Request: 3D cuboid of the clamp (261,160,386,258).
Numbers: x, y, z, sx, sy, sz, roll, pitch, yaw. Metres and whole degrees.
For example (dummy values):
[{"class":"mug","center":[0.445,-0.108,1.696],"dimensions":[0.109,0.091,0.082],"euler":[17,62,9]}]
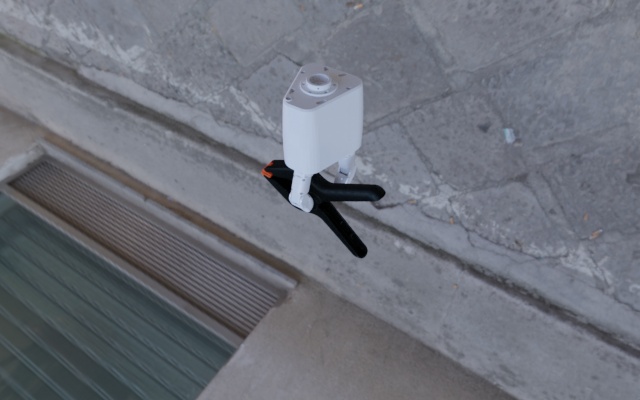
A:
[{"class":"clamp","center":[-0.001,0.003,0.747],"dimensions":[0.210,0.165,0.036],"euler":[25,51,22]}]
